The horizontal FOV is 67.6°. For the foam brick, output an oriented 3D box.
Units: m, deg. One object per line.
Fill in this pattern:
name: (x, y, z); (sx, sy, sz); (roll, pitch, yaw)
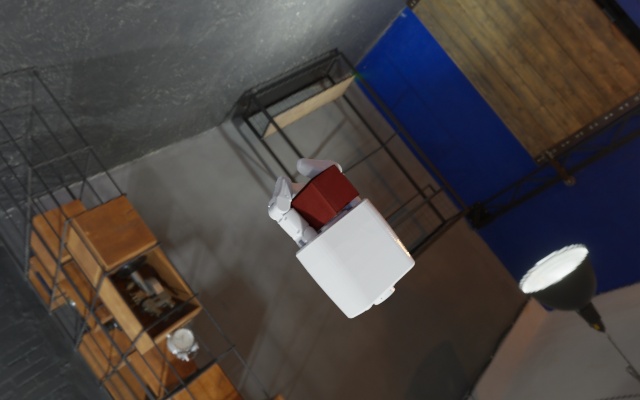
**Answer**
foam brick: (0.000, 0.002, 0.599); (0.053, 0.051, 0.078); (-37, -5, -43)
